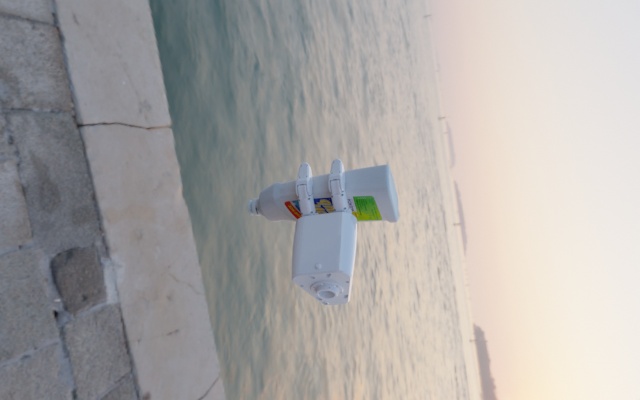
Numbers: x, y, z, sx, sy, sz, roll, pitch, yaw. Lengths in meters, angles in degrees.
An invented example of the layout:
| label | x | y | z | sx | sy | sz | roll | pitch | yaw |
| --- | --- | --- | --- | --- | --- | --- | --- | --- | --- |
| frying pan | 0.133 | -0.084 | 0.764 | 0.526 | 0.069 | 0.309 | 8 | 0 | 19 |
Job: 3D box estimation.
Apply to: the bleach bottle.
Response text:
| label | x | y | z | sx | sy | sz | roll | pitch | yaw |
| --- | --- | --- | --- | --- | --- | --- | --- | --- | --- |
| bleach bottle | 0.000 | 0.003 | 0.811 | 0.251 | 0.068 | 0.103 | -7 | -42 | 16 |
